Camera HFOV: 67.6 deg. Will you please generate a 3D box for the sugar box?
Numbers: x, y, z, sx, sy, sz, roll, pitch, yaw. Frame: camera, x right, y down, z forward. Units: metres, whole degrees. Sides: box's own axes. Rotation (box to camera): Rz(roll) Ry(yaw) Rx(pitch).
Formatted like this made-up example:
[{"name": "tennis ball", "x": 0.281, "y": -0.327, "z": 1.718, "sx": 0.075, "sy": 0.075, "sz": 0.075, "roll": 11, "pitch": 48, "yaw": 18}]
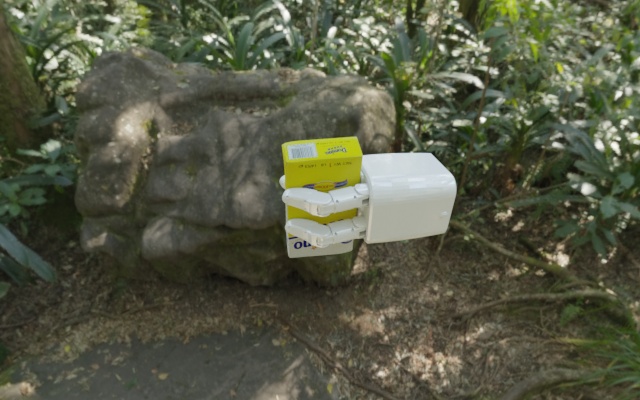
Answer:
[{"name": "sugar box", "x": 0.000, "y": 0.002, "z": 0.620, "sx": 0.093, "sy": 0.176, "sz": 0.048, "roll": -5, "pitch": 43, "yaw": -6}]
